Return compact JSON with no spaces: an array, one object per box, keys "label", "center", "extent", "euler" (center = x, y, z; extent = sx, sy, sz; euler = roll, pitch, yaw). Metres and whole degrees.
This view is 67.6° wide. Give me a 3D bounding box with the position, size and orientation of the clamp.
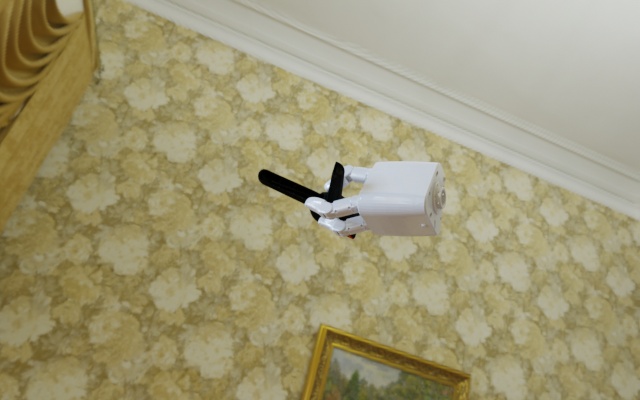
[{"label":"clamp","center":[0.001,0.002,0.818],"extent":[0.164,0.036,0.210],"euler":[3,-31,30]}]
